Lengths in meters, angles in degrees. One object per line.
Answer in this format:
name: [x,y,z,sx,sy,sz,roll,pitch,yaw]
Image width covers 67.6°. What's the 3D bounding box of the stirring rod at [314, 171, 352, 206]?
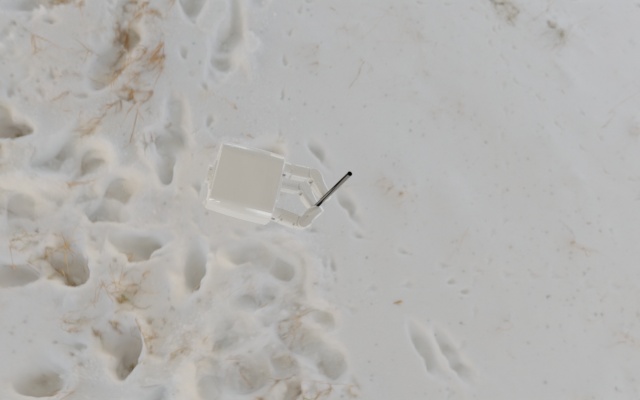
stirring rod: [0.000,0.003,0.808,0.011,0.011,0.240,0,-21,-23]
